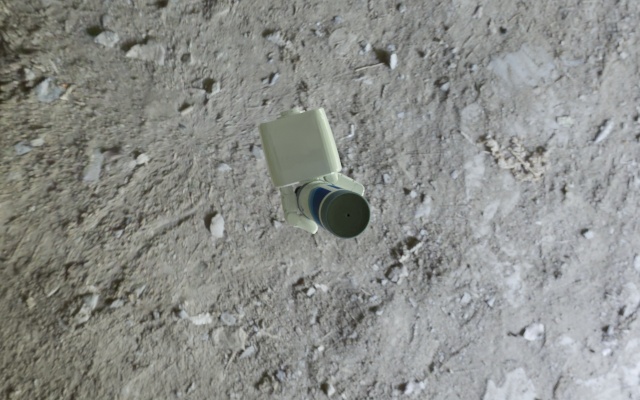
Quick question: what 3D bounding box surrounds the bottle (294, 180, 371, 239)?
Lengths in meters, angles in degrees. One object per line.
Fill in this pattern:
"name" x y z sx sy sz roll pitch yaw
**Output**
"bottle" 0.000 0.003 0.792 0.069 0.069 0.295 0 7 -15
